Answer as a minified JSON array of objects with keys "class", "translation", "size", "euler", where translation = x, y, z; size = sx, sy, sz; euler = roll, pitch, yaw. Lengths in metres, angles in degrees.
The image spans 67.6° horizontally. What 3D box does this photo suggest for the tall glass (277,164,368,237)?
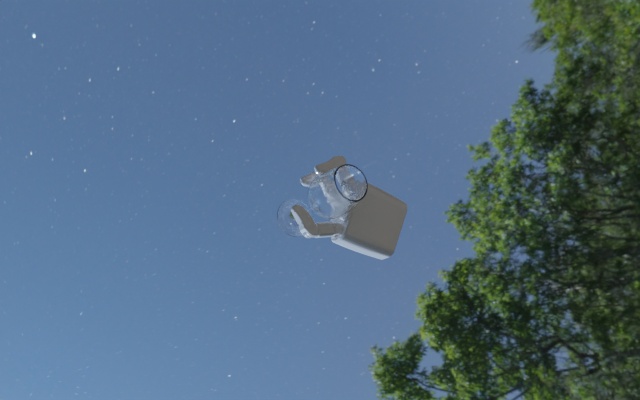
[{"class":"tall glass","translation":[0.000,0.003,0.821],"size":[0.079,0.079,0.201],"euler":[0,-18,-30]}]
